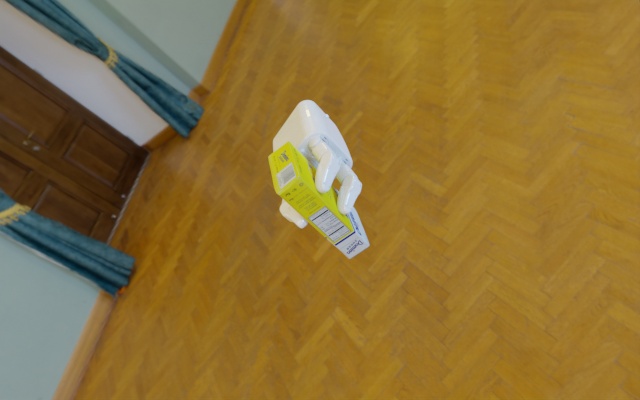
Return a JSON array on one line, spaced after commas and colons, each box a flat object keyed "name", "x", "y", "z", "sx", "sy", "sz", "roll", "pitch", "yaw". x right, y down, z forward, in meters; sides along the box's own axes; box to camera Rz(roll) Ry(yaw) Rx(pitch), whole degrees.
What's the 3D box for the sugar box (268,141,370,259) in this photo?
[{"name": "sugar box", "x": 0.000, "y": 0.002, "z": 0.694, "sx": 0.048, "sy": 0.093, "sz": 0.176, "roll": -37, "pitch": -52, "yaw": 16}]
